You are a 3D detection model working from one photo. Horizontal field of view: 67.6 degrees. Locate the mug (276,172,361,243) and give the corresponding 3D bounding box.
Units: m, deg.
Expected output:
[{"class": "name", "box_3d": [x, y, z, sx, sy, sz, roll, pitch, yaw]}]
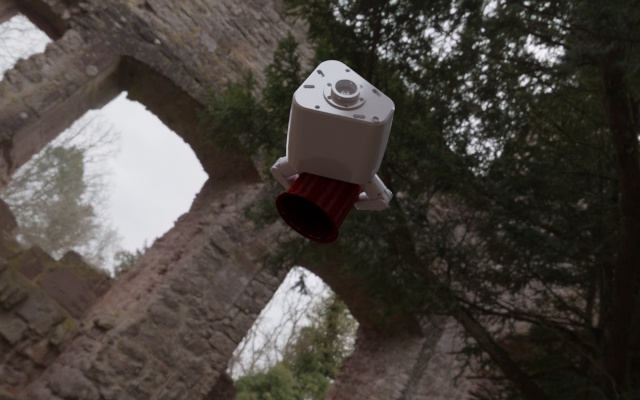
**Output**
[{"class": "mug", "box_3d": [0.000, 0.003, 0.639, 0.093, 0.081, 0.117, 29, -32, 10]}]
